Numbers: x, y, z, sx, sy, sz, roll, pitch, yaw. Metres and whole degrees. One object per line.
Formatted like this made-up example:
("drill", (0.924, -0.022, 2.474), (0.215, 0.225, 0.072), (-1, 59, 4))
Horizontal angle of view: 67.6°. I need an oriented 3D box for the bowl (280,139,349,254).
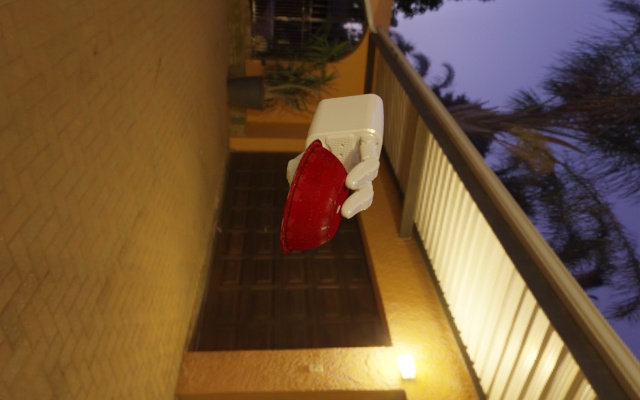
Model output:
("bowl", (0.000, 0.003, 0.644), (0.055, 0.162, 0.162), (17, 3, 11))
